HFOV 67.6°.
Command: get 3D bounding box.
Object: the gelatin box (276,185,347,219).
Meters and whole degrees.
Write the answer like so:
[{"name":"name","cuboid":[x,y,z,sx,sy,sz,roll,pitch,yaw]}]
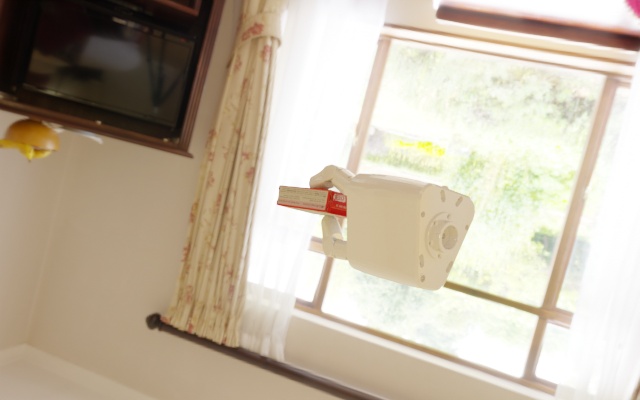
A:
[{"name":"gelatin box","cuboid":[0.000,0.002,0.612,0.089,0.030,0.073,6,-6,40]}]
